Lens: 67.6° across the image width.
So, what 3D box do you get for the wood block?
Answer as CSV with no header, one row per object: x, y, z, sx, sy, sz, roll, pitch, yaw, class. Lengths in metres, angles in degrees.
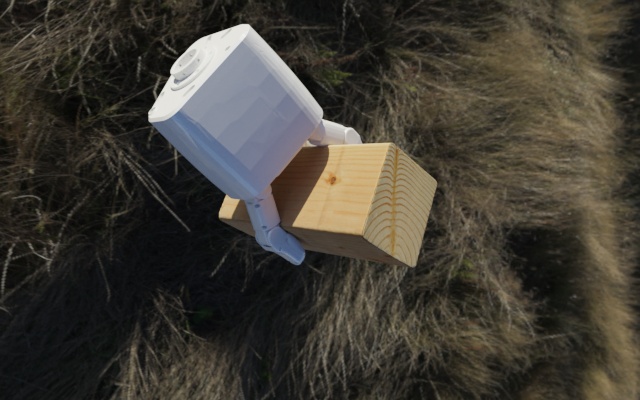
0.000,0.002,0.496,0.206,0.090,0.090,4,-20,44,wood block
